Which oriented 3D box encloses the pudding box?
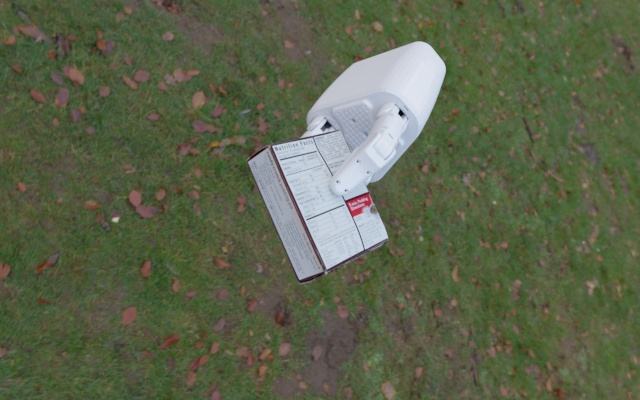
[{"bbox_3d":[0.000,0.001,0.404,0.090,0.113,0.039,-20,-7,-44],"label":"pudding box"}]
